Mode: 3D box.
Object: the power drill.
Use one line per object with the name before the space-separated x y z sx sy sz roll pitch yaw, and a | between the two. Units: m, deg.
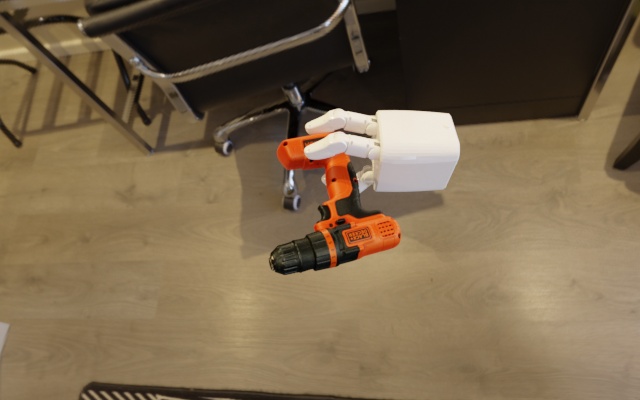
power drill | 0.000 0.002 0.661 0.184 0.187 0.057 -12 -20 -19
